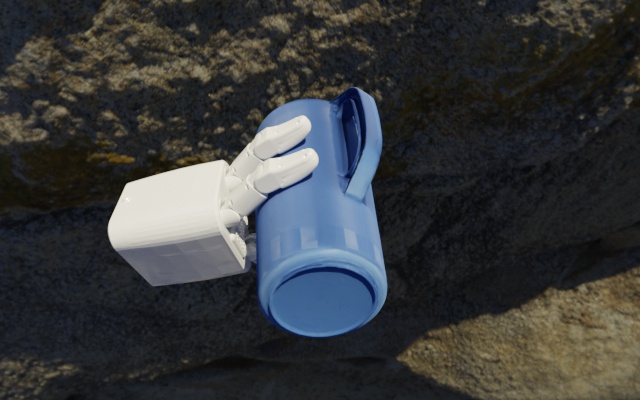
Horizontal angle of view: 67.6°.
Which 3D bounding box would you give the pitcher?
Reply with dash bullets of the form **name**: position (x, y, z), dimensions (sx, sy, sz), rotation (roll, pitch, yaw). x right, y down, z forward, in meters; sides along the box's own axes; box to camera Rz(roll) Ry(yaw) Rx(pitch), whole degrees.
- **pitcher**: position (0.000, 0.002, 0.475), dimensions (0.145, 0.149, 0.242), rotation (-11, 38, 3)
